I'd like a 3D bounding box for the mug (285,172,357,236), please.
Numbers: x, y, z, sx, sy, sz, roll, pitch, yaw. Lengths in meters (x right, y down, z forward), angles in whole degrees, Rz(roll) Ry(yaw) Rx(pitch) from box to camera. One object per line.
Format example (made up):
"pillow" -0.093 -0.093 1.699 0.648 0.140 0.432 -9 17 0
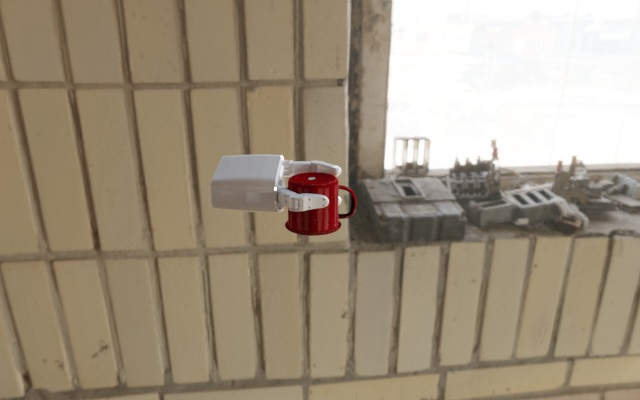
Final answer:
"mug" 0.002 0.002 0.772 0.117 0.081 0.093 1 18 1
